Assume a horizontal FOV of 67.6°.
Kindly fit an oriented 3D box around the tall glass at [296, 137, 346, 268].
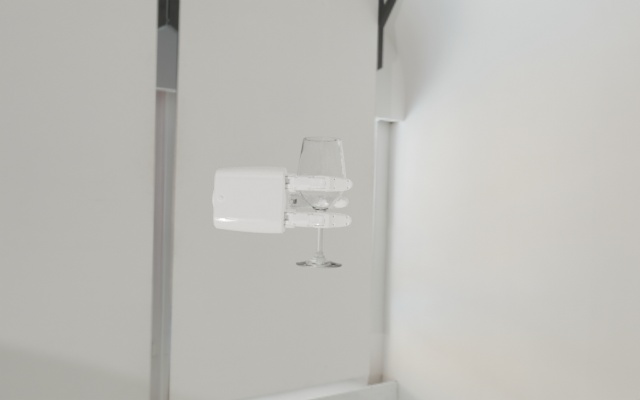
[{"bbox_3d":[0.000,0.003,0.757,0.079,0.201,0.079,2,0,0],"label":"tall glass"}]
